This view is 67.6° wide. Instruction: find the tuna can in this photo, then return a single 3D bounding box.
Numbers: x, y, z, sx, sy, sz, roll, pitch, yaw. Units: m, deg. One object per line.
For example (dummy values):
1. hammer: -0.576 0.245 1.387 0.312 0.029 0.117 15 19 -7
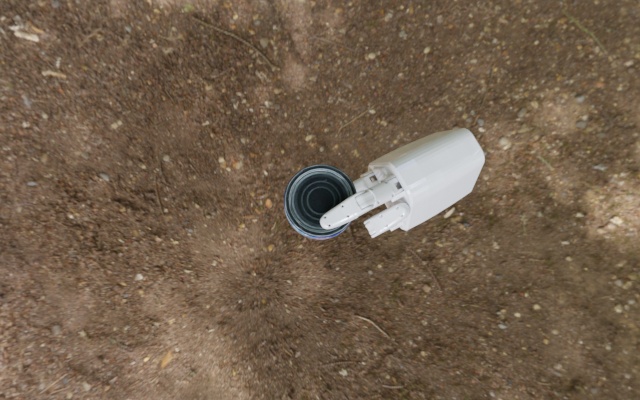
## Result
1. tuna can: 0.000 0.002 0.554 0.086 0.086 0.034 0 -7 -3
